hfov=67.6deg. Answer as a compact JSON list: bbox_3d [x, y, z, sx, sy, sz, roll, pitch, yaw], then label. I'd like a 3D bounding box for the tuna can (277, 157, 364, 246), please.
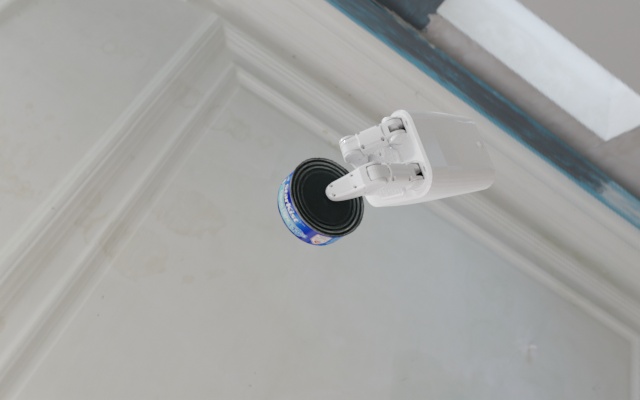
[{"bbox_3d":[0.000,0.002,0.485,0.086,0.086,0.034,0,-23,-33],"label":"tuna can"}]
